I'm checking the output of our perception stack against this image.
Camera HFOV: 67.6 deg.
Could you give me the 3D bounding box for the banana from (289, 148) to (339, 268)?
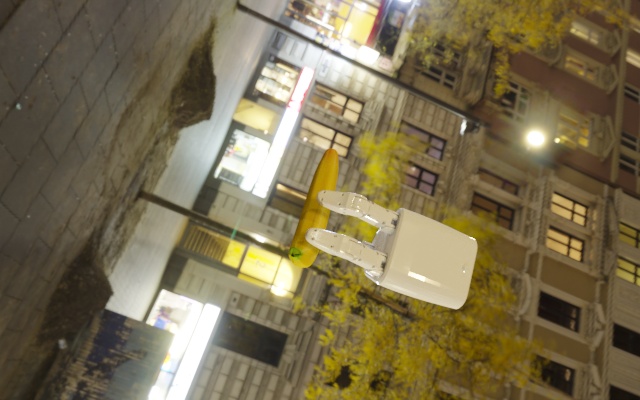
[{"bbox_3d":[-0.006,0.016,0.611,0.037,0.197,0.070,19,-44,-3],"label":"banana"}]
